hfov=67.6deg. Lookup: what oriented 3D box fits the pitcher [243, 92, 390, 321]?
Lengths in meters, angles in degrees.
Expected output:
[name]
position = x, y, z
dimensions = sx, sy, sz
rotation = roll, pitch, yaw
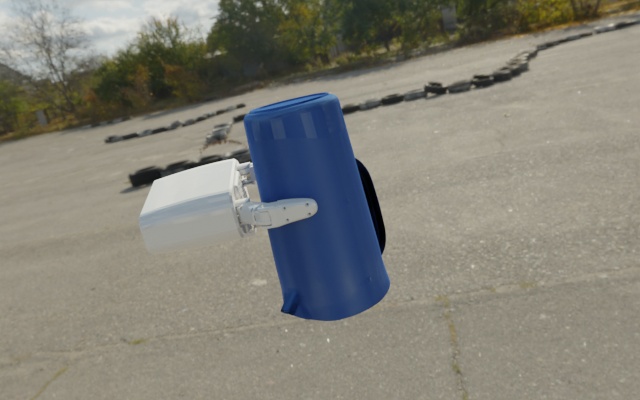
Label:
[pitcher]
position = 0.000, 0.002, 0.561
dimensions = 0.145, 0.243, 0.149
rotation = -13, 16, 3
